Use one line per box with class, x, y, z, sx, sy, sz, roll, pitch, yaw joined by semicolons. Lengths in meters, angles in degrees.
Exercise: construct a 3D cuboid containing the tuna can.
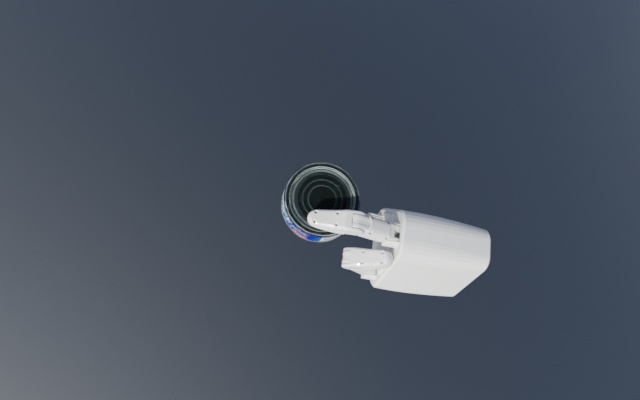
tuna can;0.000;0.002;0.530;0.086;0.086;0.034;0;-13;-9
